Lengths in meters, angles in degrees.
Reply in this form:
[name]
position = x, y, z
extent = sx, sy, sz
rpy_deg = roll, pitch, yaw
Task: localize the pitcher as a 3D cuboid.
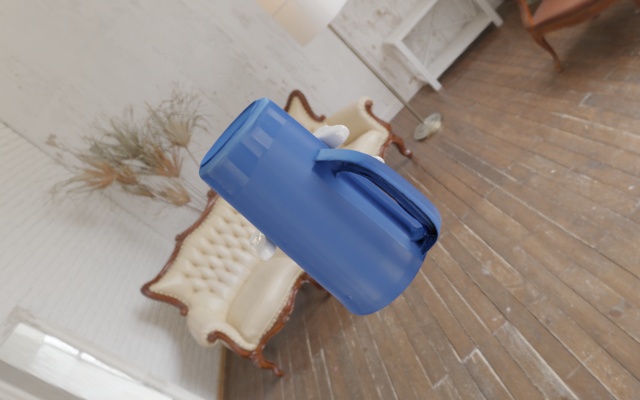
[pitcher]
position = 0.000, 0.002, 0.516
extent = 0.243, 0.149, 0.145
rpy_deg = 41, 2, -19
